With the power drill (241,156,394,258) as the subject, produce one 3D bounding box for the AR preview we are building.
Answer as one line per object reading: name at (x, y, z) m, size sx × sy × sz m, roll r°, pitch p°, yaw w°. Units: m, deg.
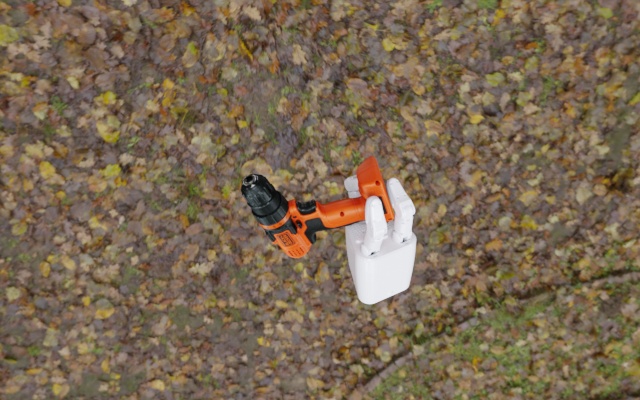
power drill at (0.001, 0.002, 0.678) m, size 0.187 × 0.057 × 0.184 m, roll -18°, pitch -38°, yaw 10°
